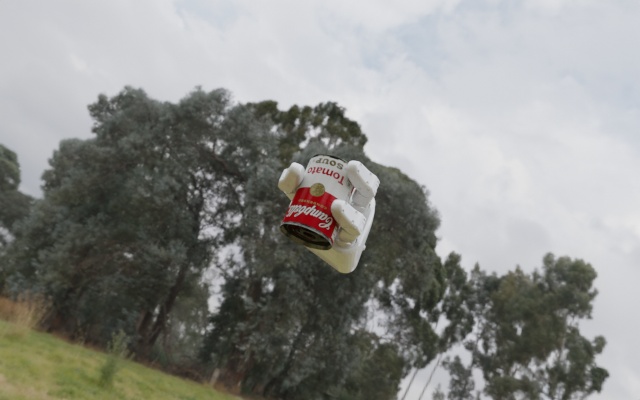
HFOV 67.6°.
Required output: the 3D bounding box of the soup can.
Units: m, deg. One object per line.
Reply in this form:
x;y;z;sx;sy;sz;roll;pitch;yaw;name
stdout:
0.000;0.001;0.596;0.068;0.102;0.068;19;-23;8;soup can
